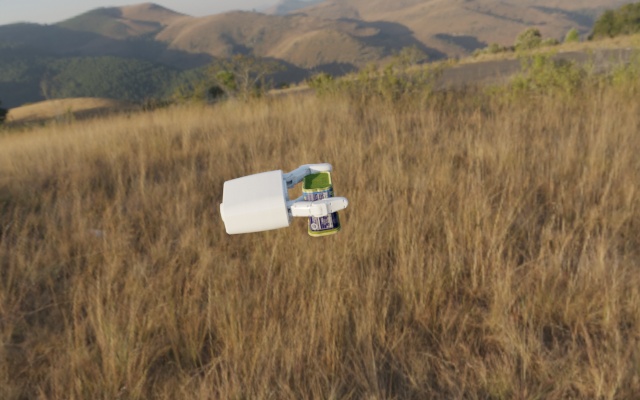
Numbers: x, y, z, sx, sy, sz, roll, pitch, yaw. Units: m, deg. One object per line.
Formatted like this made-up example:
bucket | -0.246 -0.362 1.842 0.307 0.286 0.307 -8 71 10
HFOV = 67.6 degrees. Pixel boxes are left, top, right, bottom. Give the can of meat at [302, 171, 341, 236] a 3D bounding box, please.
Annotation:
can of meat | 0.000 0.002 0.842 0.057 0.084 0.102 -9 20 2
